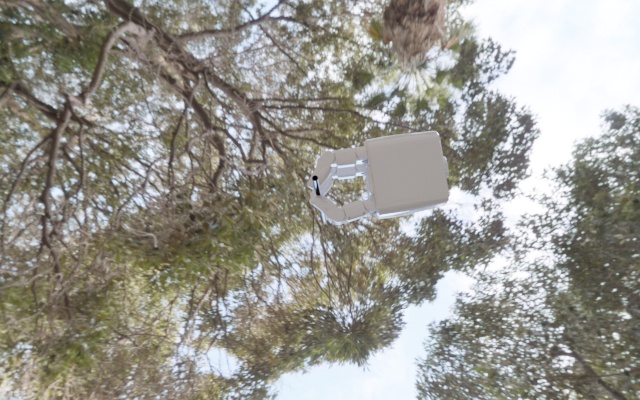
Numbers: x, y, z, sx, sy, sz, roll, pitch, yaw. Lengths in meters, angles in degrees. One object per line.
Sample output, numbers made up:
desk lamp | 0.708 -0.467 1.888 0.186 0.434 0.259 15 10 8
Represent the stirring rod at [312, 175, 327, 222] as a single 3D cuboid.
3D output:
stirring rod | 0.000 0.002 0.747 0.011 0.011 0.239 0 -15 4
